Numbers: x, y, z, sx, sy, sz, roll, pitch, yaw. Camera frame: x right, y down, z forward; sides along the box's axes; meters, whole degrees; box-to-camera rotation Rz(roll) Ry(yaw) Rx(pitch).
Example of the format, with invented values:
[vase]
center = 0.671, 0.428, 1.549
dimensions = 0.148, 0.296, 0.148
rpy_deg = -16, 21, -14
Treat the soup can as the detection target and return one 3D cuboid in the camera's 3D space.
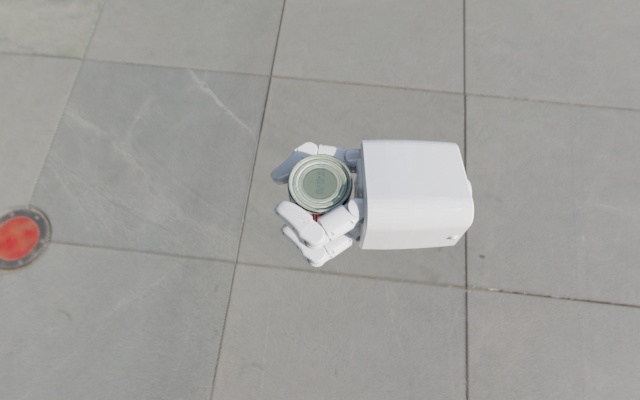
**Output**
[soup can]
center = 0.000, 0.001, 0.524
dimensions = 0.068, 0.068, 0.102
rpy_deg = 0, -23, 0
